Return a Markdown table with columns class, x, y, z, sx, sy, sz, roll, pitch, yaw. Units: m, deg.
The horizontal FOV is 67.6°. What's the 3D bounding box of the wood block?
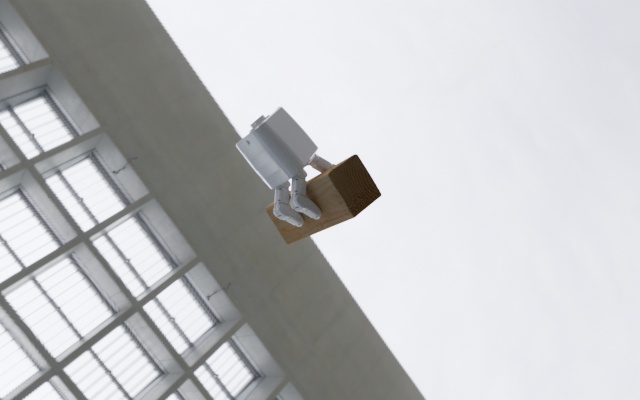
| class | x | y | z | sx | sy | sz | roll | pitch | yaw |
| --- | --- | --- | --- | --- | --- | --- | --- | --- | --- |
| wood block | 0.000 | 0.002 | 0.892 | 0.090 | 0.090 | 0.206 | -37 | 7 | -40 |
